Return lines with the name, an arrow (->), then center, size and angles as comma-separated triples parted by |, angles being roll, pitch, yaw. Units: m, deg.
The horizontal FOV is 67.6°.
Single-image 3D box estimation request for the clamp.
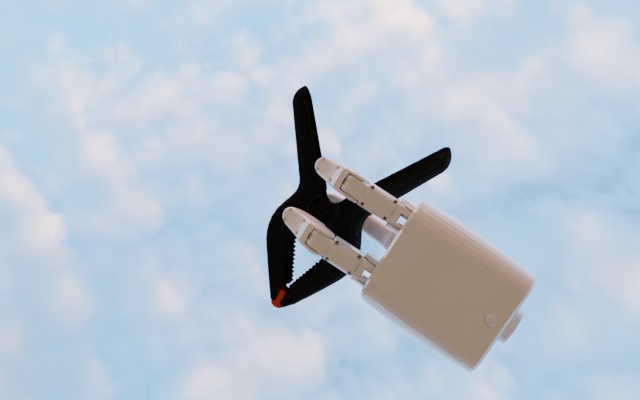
clamp -> 0.000, 0.002, 0.457 | 0.164, 0.210, 0.036 | 35, 5, 19
